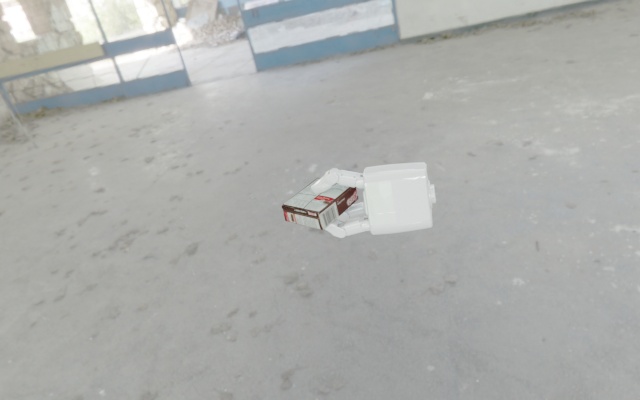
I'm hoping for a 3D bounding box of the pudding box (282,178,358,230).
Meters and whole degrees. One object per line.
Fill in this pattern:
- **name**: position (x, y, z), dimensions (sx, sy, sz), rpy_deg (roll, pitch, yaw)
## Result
- **pudding box**: position (0.000, 0.003, 0.860), dimensions (0.090, 0.039, 0.113), rpy_deg (10, 34, 39)
